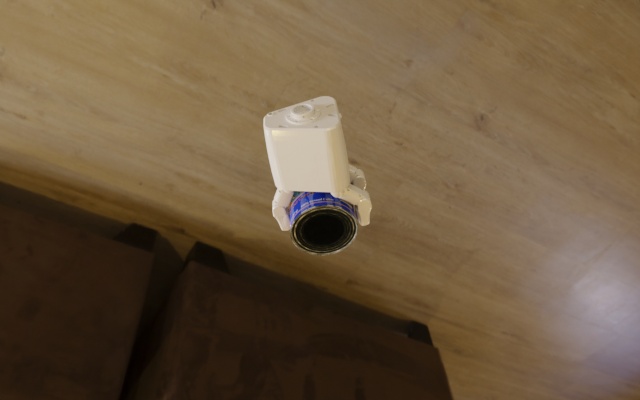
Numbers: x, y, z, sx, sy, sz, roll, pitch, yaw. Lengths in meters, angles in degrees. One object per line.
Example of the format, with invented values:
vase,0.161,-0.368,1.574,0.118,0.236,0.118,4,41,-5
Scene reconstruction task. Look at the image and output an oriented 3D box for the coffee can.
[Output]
coffee can,0.000,0.003,0.767,0.103,0.103,0.140,0,40,-6
